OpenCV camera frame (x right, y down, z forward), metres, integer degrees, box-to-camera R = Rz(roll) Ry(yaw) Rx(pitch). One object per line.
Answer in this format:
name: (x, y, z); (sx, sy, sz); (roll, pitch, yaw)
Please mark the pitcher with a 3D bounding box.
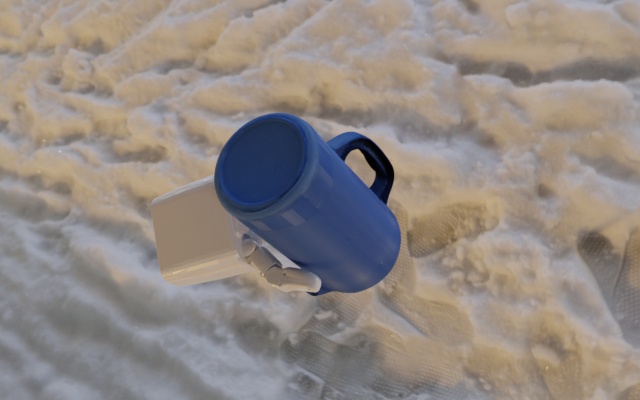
pitcher: (0.000, 0.002, 0.523); (0.145, 0.149, 0.243); (-15, -28, 18)
